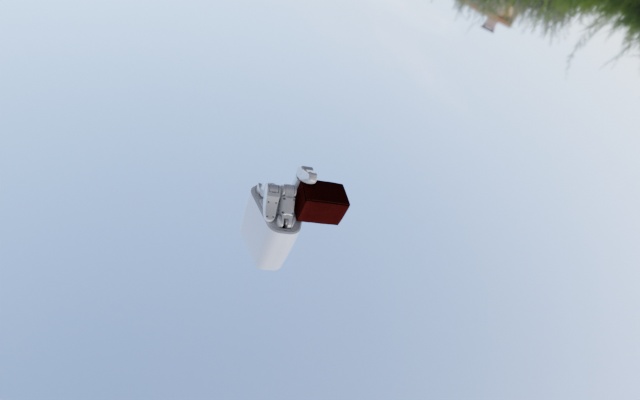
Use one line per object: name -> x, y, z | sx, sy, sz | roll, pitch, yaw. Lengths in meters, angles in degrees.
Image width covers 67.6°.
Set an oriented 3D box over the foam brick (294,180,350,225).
foam brick -> 0.000, 0.003, 0.793 | 0.078, 0.051, 0.053 | 7, 42, -21
